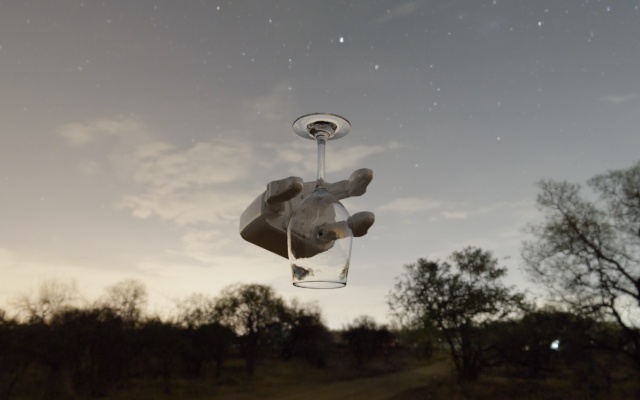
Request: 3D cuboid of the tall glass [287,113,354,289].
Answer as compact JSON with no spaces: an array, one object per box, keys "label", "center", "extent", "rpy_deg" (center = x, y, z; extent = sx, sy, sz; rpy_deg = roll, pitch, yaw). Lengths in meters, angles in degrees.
[{"label":"tall glass","center":[0.000,0.001,0.571],"extent":[0.079,0.201,0.079],"rpy_deg":[1,-18,0]}]
